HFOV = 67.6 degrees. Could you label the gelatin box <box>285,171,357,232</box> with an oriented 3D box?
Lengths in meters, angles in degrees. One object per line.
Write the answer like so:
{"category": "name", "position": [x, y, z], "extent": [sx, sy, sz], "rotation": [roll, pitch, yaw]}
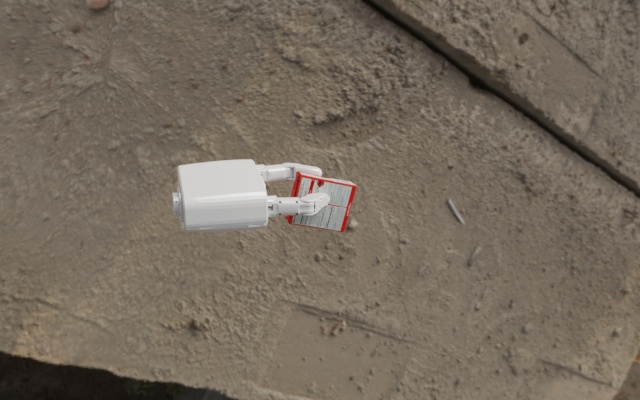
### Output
{"category": "gelatin box", "position": [0.001, 0.002, 0.692], "extent": [0.089, 0.073, 0.030], "rotation": [10, 13, -18]}
